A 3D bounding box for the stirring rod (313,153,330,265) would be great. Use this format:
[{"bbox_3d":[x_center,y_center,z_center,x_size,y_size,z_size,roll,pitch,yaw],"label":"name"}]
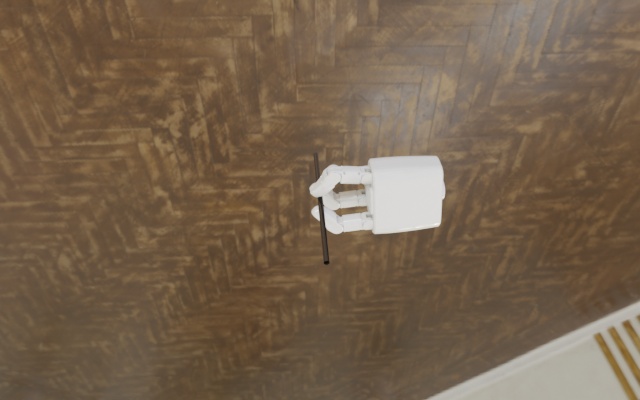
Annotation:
[{"bbox_3d":[0.000,0.002,0.725,0.011,0.011,0.239,0,42,-5],"label":"stirring rod"}]
